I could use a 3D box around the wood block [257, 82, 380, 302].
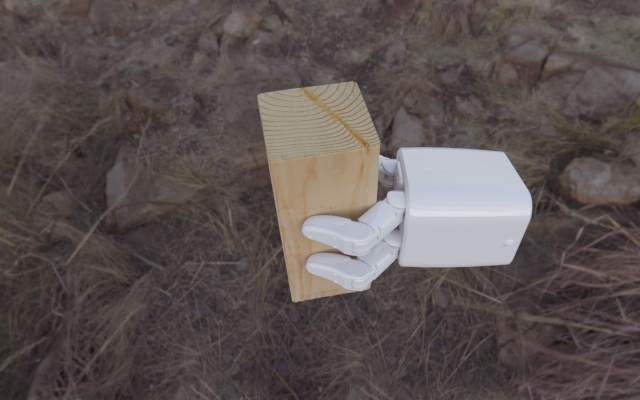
[{"bbox_3d":[0.000,0.001,0.465,0.090,0.090,0.206,-9,-42,-5],"label":"wood block"}]
